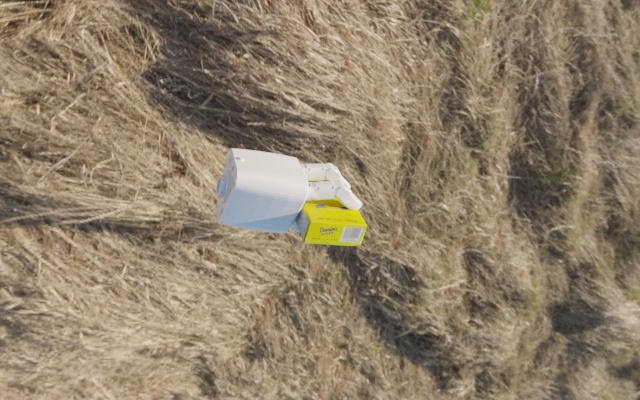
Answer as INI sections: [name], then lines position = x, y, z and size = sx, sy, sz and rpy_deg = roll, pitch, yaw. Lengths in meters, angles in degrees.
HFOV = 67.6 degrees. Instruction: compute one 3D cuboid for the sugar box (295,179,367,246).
[sugar box]
position = 0.000, 0.002, 0.762
size = 0.093, 0.048, 0.176
rpy_deg = 5, 33, -22
